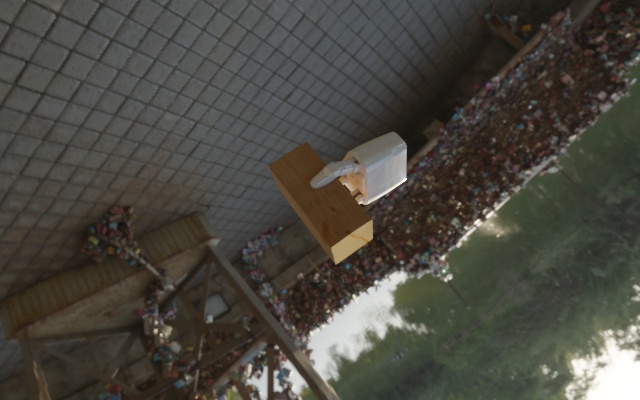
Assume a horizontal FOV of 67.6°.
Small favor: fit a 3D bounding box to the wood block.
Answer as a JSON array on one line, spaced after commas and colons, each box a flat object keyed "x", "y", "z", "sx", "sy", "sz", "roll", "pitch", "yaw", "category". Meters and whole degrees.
[{"x": 0.001, "y": 0.003, "z": 0.894, "sx": 0.090, "sy": 0.206, "sz": 0.091, "roll": -34, "pitch": -26, "yaw": -11, "category": "wood block"}]
